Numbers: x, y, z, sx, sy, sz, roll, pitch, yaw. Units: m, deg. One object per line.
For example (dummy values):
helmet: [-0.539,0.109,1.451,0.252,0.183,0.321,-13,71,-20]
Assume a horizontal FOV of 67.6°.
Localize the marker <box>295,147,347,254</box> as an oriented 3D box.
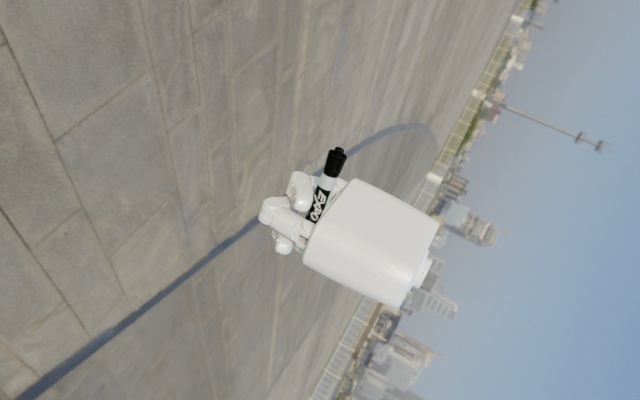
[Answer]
marker: [0.000,0.002,0.481,0.020,0.121,0.020,16,26,-8]
